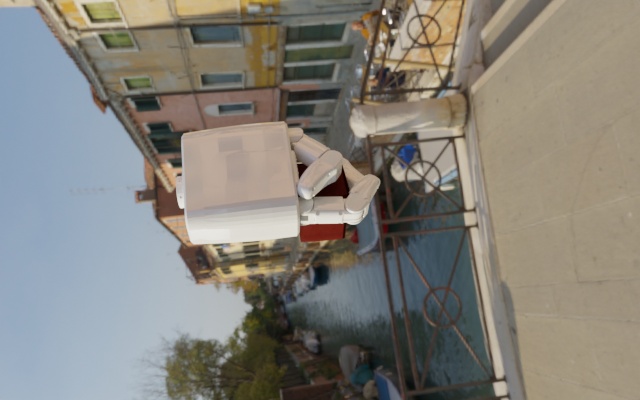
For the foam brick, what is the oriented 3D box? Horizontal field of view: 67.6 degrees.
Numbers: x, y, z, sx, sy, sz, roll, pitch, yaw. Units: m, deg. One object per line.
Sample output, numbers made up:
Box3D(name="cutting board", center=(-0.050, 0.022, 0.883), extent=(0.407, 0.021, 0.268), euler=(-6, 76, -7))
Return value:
Box3D(name="foam brick", center=(0.000, 0.002, 0.521), extent=(0.051, 0.053, 0.078), euler=(-7, -39, -8))
